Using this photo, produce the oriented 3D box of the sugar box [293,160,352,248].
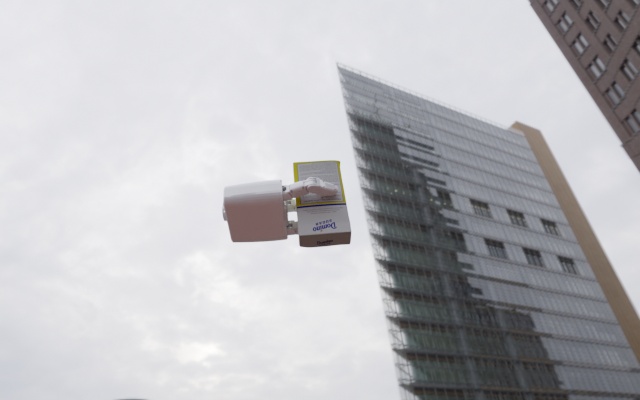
[{"bbox_3d":[0.000,0.003,0.881,0.093,0.176,0.048,-4,-37,-3],"label":"sugar box"}]
